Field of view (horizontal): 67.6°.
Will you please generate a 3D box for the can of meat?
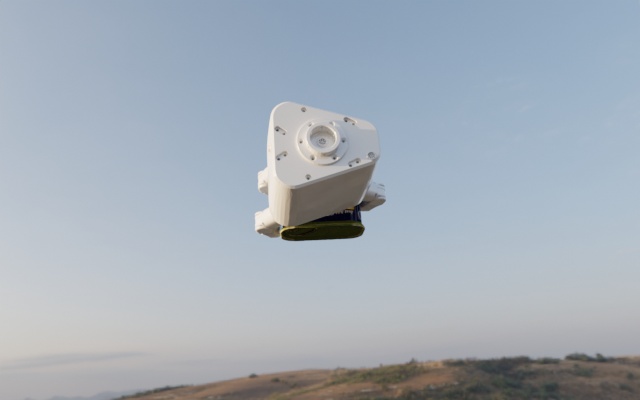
[{"bbox_3d":[0.000,0.002,0.594,0.102,0.084,0.057,-2,-20,-3],"label":"can of meat"}]
